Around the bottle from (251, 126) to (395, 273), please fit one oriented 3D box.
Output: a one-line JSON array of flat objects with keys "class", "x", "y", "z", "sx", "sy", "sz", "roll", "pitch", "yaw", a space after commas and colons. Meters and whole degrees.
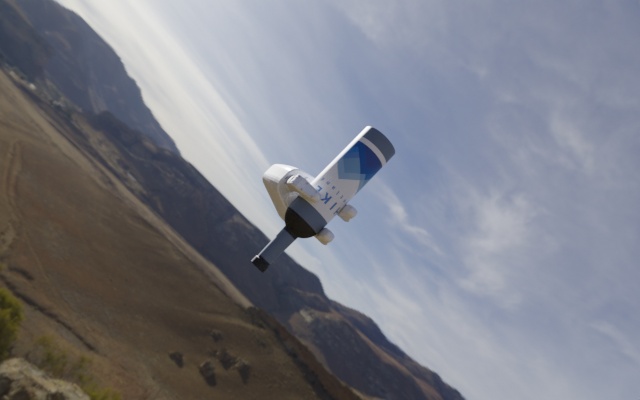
[{"class": "bottle", "x": 0.000, "y": 0.002, "z": 0.784, "sx": 0.069, "sy": 0.295, "sz": 0.069, "roll": 43, "pitch": -9, "yaw": 9}]
